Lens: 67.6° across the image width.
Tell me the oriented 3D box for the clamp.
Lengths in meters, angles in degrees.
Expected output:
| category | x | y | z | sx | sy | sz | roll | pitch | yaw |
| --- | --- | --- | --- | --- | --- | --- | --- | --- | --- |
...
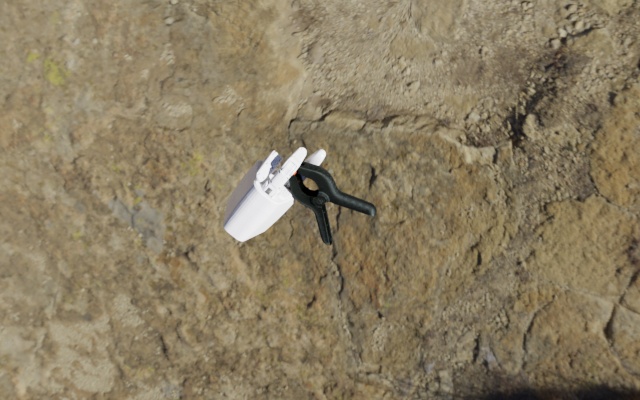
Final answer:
| category | x | y | z | sx | sy | sz | roll | pitch | yaw |
| --- | --- | --- | --- | --- | --- | --- | --- | --- | --- |
| clamp | 0.000 | 0.003 | 0.839 | 0.171 | 0.120 | 0.039 | 40 | 23 | -7 |
